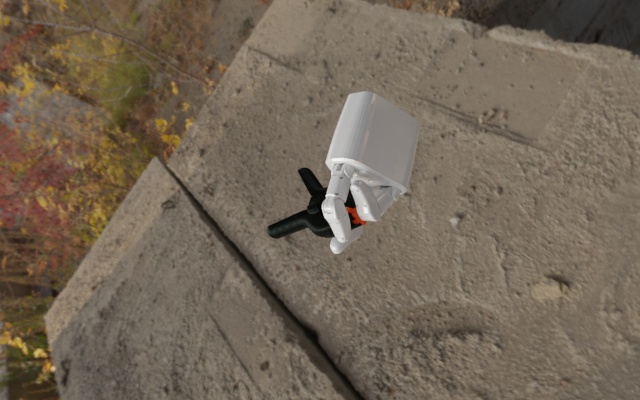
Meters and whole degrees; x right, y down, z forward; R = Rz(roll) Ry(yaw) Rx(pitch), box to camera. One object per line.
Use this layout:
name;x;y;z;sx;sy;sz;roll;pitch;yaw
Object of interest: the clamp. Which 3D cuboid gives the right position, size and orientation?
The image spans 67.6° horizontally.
clamp;0.000;0.002;0.684;0.171;0.120;0.039;0;-23;42
